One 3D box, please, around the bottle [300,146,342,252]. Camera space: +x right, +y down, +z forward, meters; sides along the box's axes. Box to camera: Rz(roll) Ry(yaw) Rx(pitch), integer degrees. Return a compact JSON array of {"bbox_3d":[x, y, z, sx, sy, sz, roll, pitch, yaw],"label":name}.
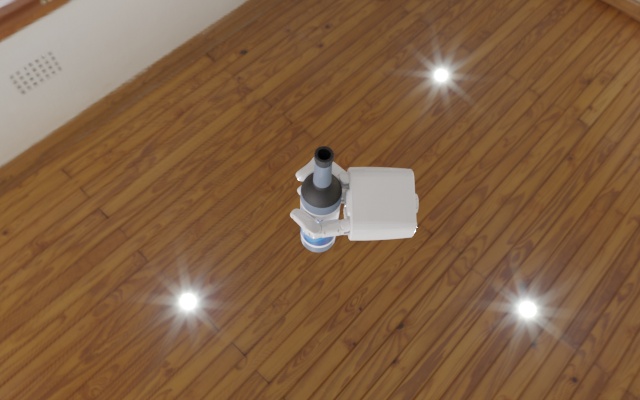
[{"bbox_3d":[0.000,0.003,0.789,0.069,0.069,0.296,0,-27,-2],"label":"bottle"}]
